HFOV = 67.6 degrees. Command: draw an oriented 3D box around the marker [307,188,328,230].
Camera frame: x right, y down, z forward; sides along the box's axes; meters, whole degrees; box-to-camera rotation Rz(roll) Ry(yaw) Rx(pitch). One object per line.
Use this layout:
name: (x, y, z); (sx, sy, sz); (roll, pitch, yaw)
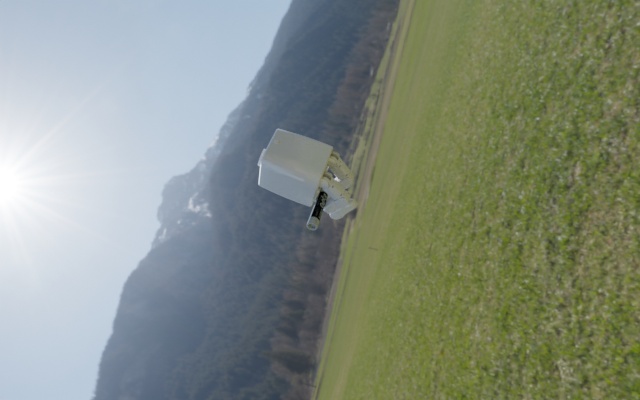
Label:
marker: (0.000, 0.003, 0.844); (0.020, 0.020, 0.121); (0, 44, 20)
